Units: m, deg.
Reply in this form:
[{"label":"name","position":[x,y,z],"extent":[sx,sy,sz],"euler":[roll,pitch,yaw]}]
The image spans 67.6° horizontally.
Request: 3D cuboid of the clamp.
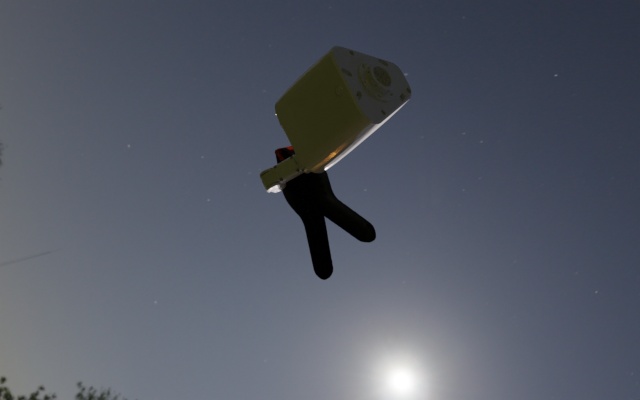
[{"label":"clamp","position":[0.000,0.002,0.570],"extent":[0.039,0.171,0.120],"euler":[-18,-11,-44]}]
